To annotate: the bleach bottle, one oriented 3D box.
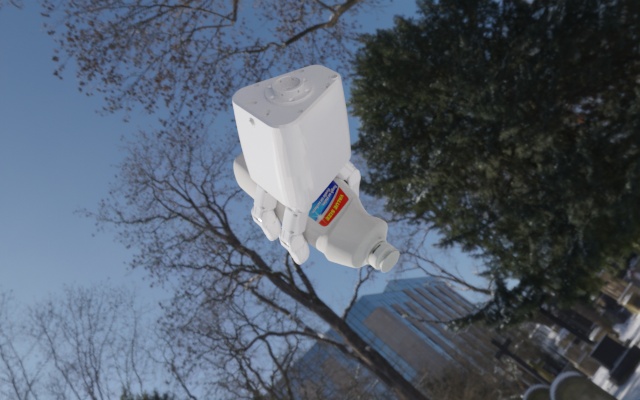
[{"bbox_3d":[0.000,0.002,0.592,0.102,0.068,0.250,-35,50,-24],"label":"bleach bottle"}]
